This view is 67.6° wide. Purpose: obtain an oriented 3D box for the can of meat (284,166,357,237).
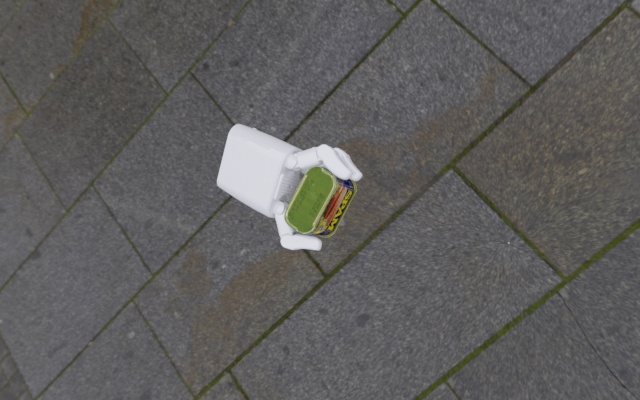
[{"bbox_3d":[0.000,0.002,0.701,0.057,0.102,0.084,30,7,21],"label":"can of meat"}]
